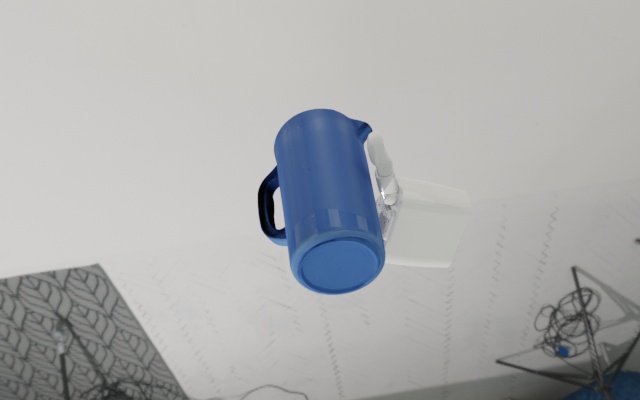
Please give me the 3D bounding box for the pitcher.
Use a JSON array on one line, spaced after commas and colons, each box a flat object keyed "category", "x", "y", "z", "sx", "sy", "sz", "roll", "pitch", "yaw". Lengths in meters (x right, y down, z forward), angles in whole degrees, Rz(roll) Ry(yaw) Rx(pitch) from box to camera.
[{"category": "pitcher", "x": 0.000, "y": 0.002, "z": 0.619, "sx": 0.145, "sy": 0.149, "sz": 0.242, "roll": 8, "pitch": 39, "yaw": -13}]
